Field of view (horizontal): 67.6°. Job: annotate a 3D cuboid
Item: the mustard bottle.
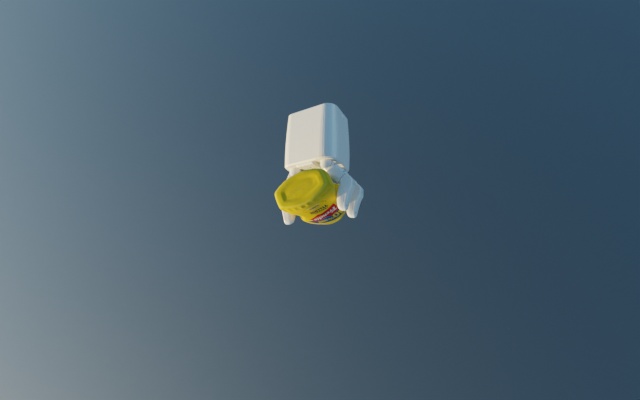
[{"bbox_3d":[0.000,0.003,0.859,0.096,0.058,0.192,-29,-22,12],"label":"mustard bottle"}]
